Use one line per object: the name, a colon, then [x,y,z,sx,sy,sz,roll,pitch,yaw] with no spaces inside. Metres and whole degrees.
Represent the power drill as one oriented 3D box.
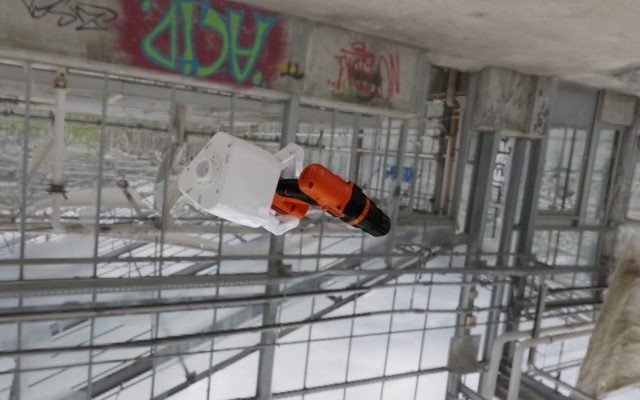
power drill: [0.000,0.002,0.765,0.184,0.057,0.187,36,-22,-34]
